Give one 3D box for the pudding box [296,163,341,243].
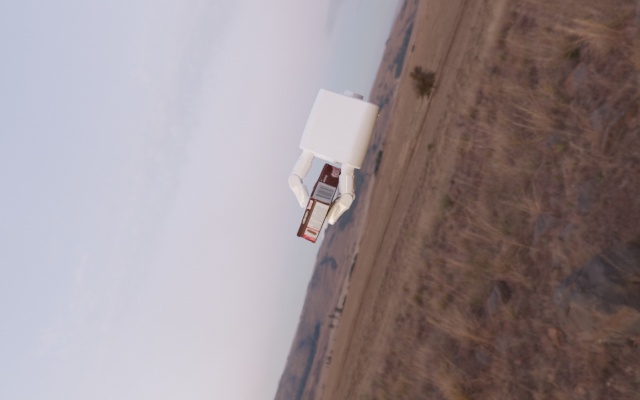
[{"bbox_3d":[0.000,0.003,0.809,0.039,0.090,0.113,22,36,3],"label":"pudding box"}]
